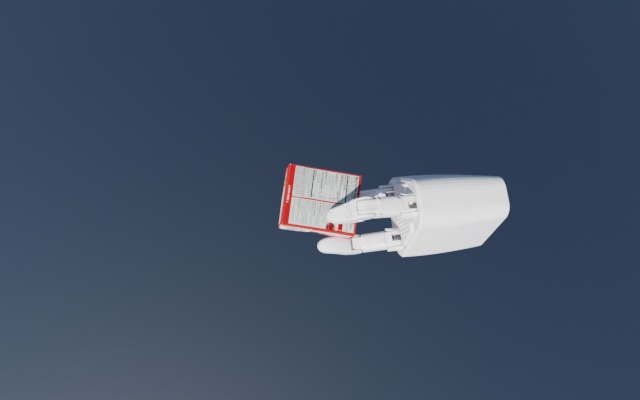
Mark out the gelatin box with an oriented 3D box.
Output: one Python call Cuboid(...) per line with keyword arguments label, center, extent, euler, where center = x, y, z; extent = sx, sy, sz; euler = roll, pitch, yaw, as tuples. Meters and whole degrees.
Cuboid(label="gelatin box", center=(0.000, 0.002, 0.555), extent=(0.089, 0.073, 0.030), euler=(9, -13, -10))
